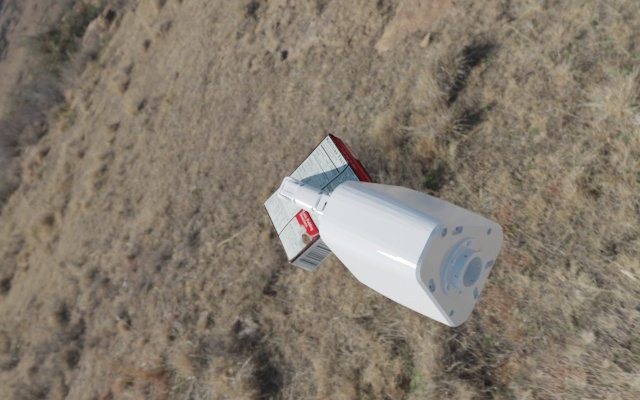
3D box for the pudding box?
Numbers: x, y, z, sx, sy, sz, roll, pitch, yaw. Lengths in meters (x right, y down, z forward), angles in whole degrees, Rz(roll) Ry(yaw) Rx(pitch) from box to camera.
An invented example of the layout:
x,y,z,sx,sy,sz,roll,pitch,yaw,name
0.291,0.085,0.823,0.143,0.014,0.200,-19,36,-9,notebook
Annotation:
x,y,z,sx,sy,sz,roll,pitch,yaw,name
0.000,0.002,0.487,0.113,0.090,0.039,-44,-42,17,pudding box
